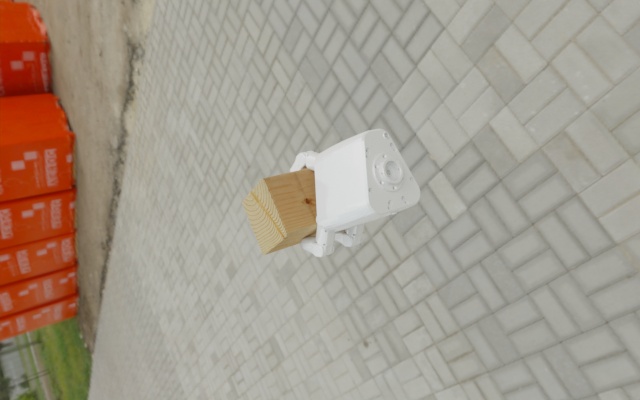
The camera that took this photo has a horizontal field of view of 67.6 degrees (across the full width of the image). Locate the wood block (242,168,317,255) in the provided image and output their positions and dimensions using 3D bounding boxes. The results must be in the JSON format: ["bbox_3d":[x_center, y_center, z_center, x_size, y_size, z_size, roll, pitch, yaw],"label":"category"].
[{"bbox_3d":[0.000,0.002,0.734,0.206,0.091,0.090,-15,-15,-35],"label":"wood block"}]
